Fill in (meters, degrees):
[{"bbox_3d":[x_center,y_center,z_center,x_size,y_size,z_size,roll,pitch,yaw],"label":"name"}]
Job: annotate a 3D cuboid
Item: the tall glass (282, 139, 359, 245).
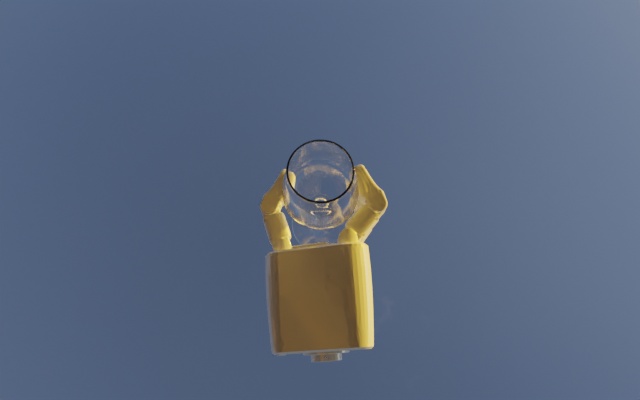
[{"bbox_3d":[0.000,0.002,0.523,0.079,0.079,0.201,0,-17,0],"label":"tall glass"}]
